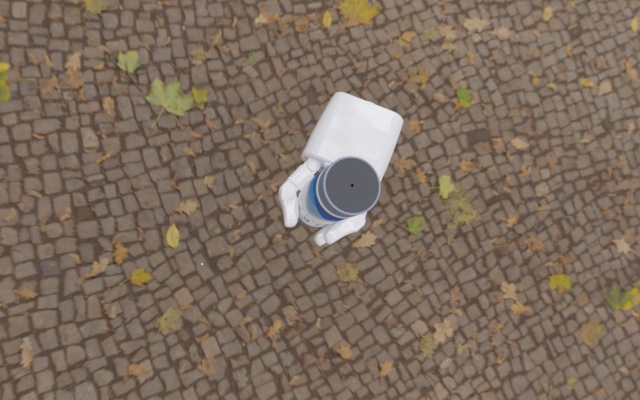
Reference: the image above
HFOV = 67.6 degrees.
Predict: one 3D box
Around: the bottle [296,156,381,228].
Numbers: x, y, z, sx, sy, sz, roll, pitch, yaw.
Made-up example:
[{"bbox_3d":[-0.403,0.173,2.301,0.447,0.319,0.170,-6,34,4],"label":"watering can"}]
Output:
[{"bbox_3d":[0.000,0.002,0.665,0.069,0.069,0.296,0,-7,-14],"label":"bottle"}]
